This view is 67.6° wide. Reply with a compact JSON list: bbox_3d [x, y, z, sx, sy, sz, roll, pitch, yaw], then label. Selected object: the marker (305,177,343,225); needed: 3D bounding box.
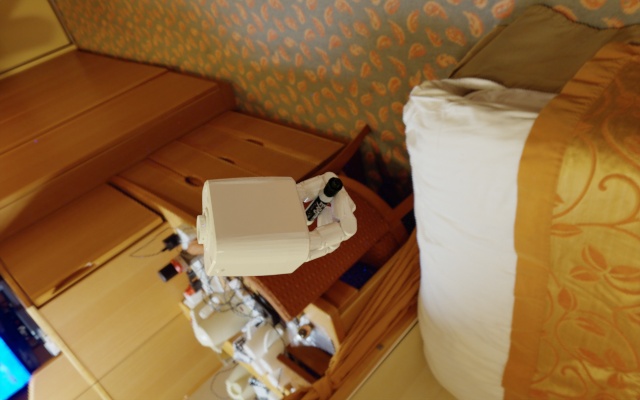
[{"bbox_3d":[0.000,0.002,0.605,0.020,0.020,0.121,0,-23,-20],"label":"marker"}]
